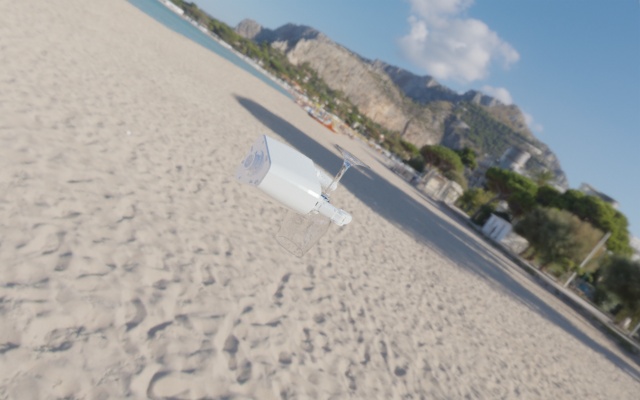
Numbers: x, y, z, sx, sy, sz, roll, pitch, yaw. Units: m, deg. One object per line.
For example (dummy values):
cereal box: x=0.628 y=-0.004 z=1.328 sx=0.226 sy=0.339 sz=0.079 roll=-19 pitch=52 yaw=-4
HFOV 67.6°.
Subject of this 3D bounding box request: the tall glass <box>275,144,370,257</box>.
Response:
tall glass: x=0.001 y=0.002 z=0.846 sx=0.079 sy=0.201 sz=0.079 roll=34 pitch=9 yaw=-6
